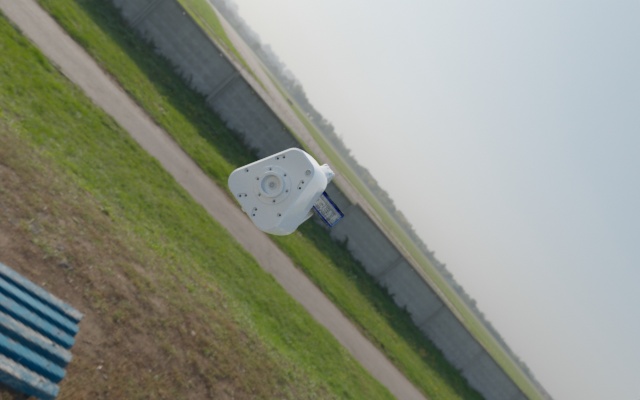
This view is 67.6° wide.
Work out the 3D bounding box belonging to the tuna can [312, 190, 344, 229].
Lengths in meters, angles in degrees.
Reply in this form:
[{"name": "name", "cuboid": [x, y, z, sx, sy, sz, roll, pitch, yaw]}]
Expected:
[{"name": "tuna can", "cuboid": [0.001, 0.002, 0.773, 0.034, 0.086, 0.086, -40, 0, 0]}]
